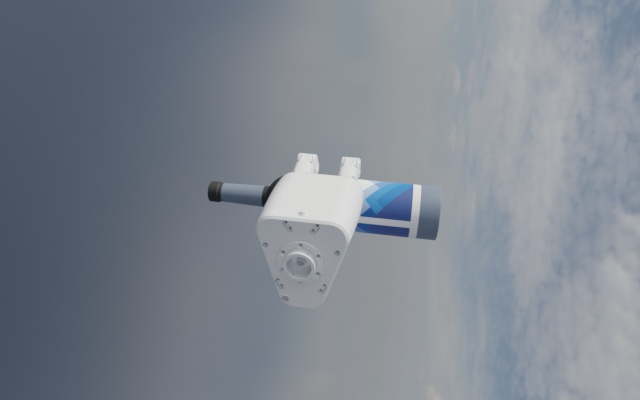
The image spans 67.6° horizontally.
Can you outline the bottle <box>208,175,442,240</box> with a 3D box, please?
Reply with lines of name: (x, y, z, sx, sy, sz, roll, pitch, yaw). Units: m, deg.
bottle: (0.000, 0.002, 0.611, 0.296, 0.069, 0.069, 6, 1, 9)
